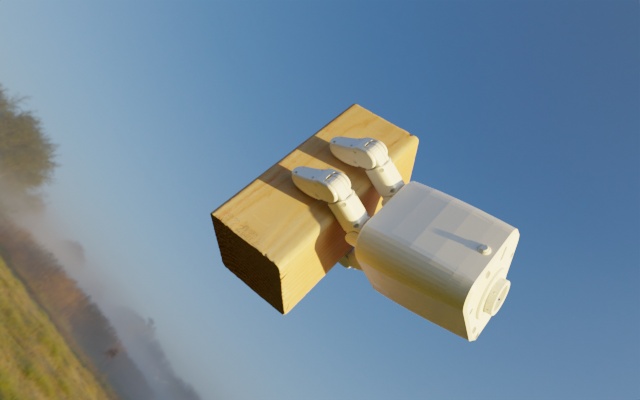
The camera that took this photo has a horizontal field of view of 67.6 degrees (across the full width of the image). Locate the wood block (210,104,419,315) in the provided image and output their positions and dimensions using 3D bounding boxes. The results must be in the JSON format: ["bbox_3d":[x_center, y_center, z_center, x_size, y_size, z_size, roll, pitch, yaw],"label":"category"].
[{"bbox_3d":[0.000,0.002,0.489,0.090,0.091,0.206,34,57,24],"label":"wood block"}]
